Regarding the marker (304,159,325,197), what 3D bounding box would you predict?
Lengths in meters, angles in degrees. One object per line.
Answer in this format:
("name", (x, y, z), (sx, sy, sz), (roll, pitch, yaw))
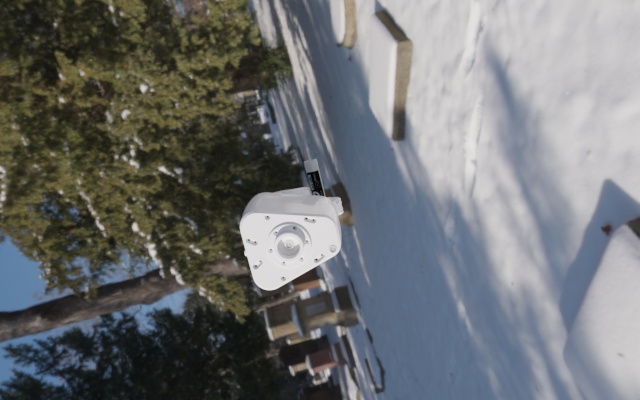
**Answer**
("marker", (0.000, 0.002, 0.669), (0.020, 0.121, 0.020), (-14, 10, 2))
